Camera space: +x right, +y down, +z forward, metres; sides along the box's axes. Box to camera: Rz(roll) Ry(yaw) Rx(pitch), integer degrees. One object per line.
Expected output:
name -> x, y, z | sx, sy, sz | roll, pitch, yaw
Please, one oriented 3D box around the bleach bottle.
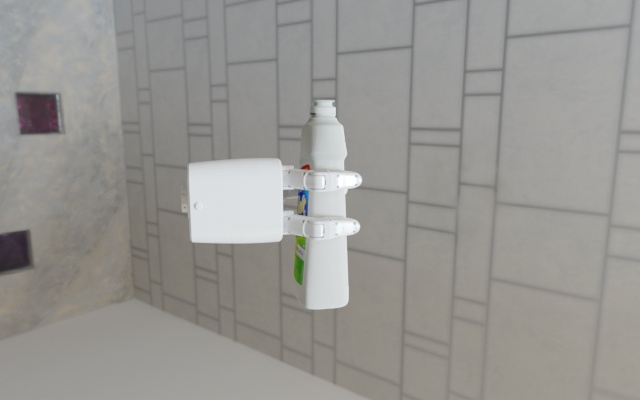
bleach bottle -> 0.000, 0.002, 0.603 | 0.068, 0.251, 0.102 | -2, 10, -12
